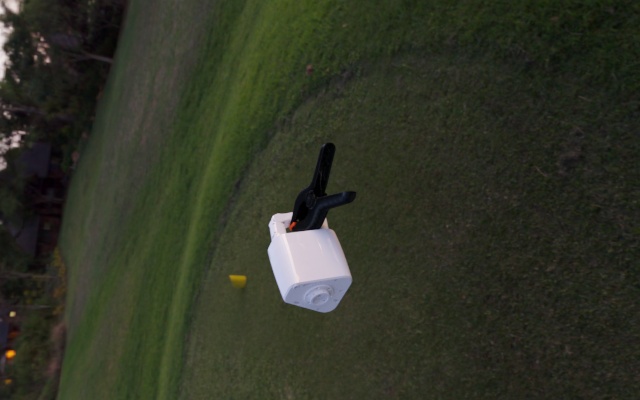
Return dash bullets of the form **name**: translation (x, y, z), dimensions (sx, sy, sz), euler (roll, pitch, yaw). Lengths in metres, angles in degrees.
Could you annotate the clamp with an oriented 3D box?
- **clamp**: translation (-0.001, 0.003, 0.794), dimensions (0.039, 0.171, 0.120), euler (8, 37, -27)
